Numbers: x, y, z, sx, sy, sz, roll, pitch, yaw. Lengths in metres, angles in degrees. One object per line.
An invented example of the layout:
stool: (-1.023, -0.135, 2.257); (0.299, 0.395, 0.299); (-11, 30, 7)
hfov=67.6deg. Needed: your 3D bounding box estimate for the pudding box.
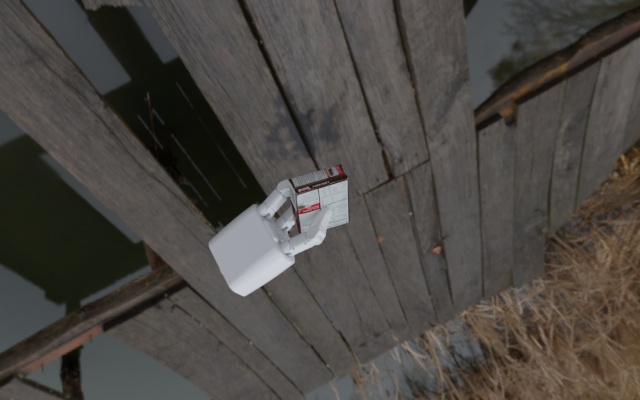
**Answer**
pudding box: (0.000, 0.003, 0.774); (0.090, 0.039, 0.114); (-17, -39, -11)
